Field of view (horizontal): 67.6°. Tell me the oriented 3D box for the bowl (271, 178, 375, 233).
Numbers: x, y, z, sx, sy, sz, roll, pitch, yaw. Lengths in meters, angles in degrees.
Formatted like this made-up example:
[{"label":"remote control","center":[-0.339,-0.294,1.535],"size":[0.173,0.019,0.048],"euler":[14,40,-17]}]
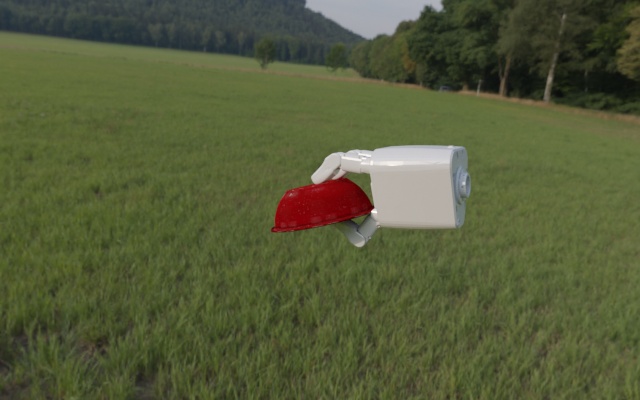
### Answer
[{"label":"bowl","center":[-0.001,0.002,0.704],"size":[0.162,0.055,0.162],"euler":[-13,3,1]}]
